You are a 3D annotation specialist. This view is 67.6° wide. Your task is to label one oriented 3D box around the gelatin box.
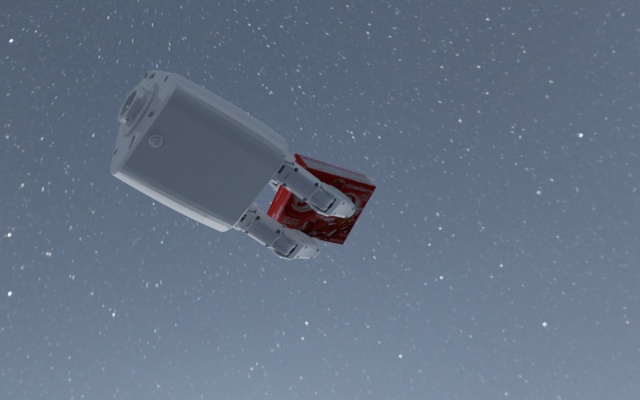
[{"bbox_3d":[0.000,0.001,0.471,0.089,0.073,0.030,14,24,-35],"label":"gelatin box"}]
